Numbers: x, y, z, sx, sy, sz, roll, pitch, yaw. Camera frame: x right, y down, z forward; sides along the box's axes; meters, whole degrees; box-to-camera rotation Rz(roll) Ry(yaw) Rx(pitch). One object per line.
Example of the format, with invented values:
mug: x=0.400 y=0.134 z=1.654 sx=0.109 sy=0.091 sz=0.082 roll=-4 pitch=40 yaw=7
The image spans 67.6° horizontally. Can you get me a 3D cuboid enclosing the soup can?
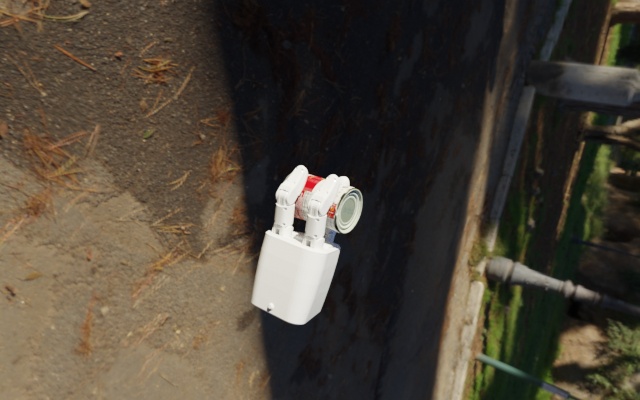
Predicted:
soup can: x=0.001 y=0.002 z=0.685 sx=0.102 sy=0.068 sz=0.068 roll=18 pitch=10 yaw=33
